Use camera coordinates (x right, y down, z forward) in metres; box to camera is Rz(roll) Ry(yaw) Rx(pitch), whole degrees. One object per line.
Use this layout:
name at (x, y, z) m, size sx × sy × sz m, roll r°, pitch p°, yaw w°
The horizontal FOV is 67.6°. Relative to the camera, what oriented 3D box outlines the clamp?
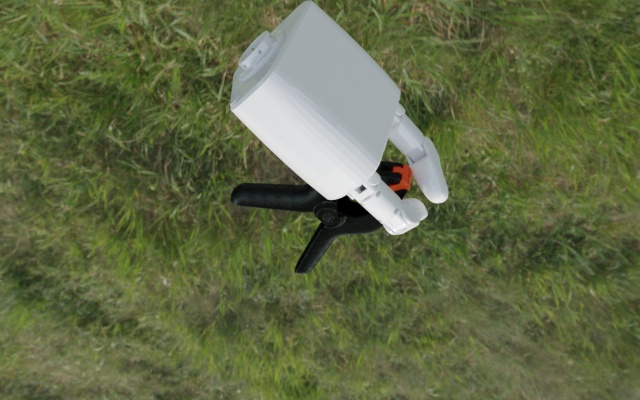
clamp at (0.000, 0.002, 0.447) m, size 0.171 × 0.039 × 0.120 m, roll -34°, pitch -60°, yaw 30°
